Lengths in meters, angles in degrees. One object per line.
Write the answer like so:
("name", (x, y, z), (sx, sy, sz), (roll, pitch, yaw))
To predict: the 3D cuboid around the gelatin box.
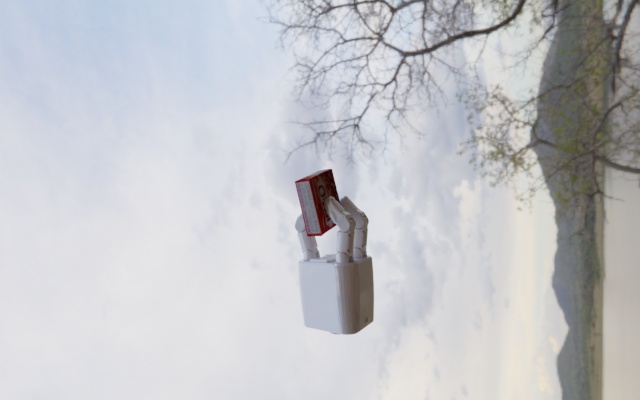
("gelatin box", (0.000, 0.002, 0.731), (0.030, 0.089, 0.073), (-7, 12, 32))
